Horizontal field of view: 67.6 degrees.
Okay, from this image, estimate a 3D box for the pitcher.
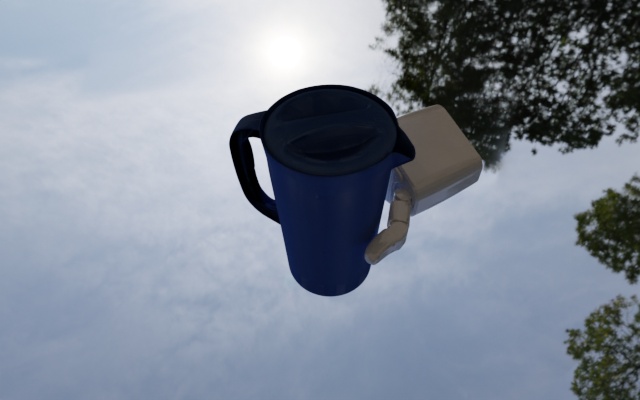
[{"bbox_3d":[0.000,0.002,0.539,0.145,0.243,0.149,-26,53,-20],"label":"pitcher"}]
